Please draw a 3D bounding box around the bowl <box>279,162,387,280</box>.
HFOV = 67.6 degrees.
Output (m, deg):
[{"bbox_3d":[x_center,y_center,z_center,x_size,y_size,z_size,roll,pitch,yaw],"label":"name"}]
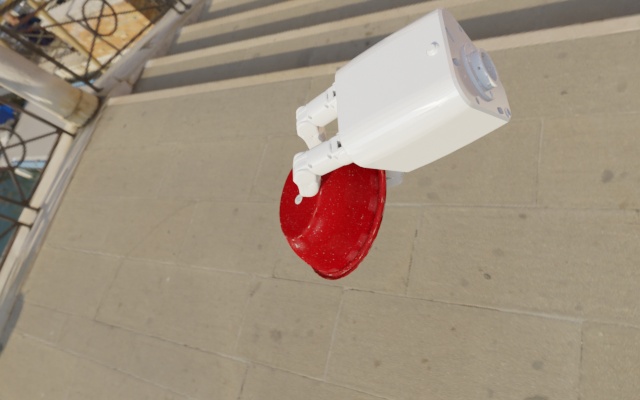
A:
[{"bbox_3d":[-0.001,0.002,0.516,0.055,0.162,0.162,13,-7,-29],"label":"bowl"}]
